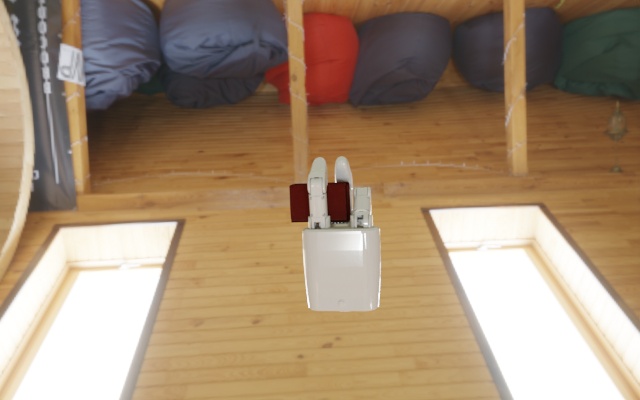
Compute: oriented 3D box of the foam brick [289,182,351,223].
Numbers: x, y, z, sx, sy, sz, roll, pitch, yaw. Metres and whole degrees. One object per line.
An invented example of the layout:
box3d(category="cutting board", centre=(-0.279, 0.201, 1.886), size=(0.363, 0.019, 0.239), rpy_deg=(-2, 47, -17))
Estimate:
box3d(category="foam brick", centre=(0.000, 0.002, 0.646), size=(0.078, 0.051, 0.053), rpy_deg=(-2, 4, 8))
